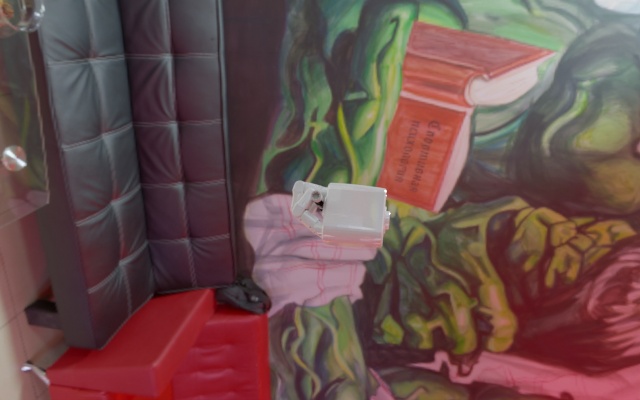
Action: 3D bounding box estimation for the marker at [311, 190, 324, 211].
[{"bbox_3d":[0.000,0.003,0.875,0.020,0.020,0.121,0,-11,8],"label":"marker"}]
